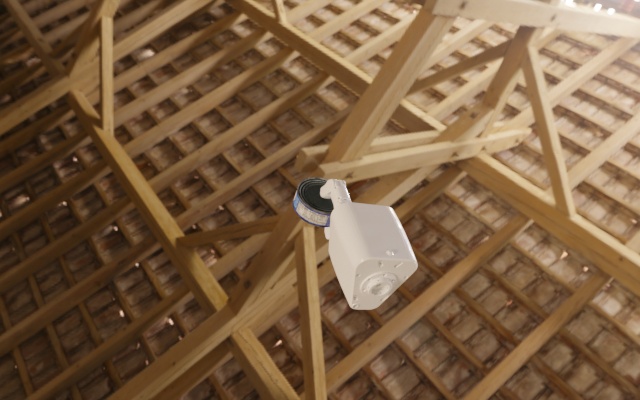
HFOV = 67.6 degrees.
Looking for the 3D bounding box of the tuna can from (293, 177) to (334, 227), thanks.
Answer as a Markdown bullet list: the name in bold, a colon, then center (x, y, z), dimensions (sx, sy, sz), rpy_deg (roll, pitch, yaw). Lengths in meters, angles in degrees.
- **tuna can**: center (0.000, 0.003, 0.766), dimensions (0.086, 0.034, 0.086), rpy_deg (12, 39, -10)
